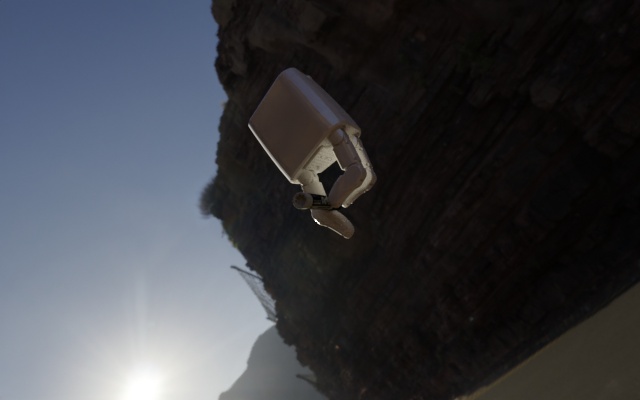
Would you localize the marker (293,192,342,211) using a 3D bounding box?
[{"bbox_3d":[0.000,0.002,0.581,0.020,0.020,0.121,0,-2,22],"label":"marker"}]
